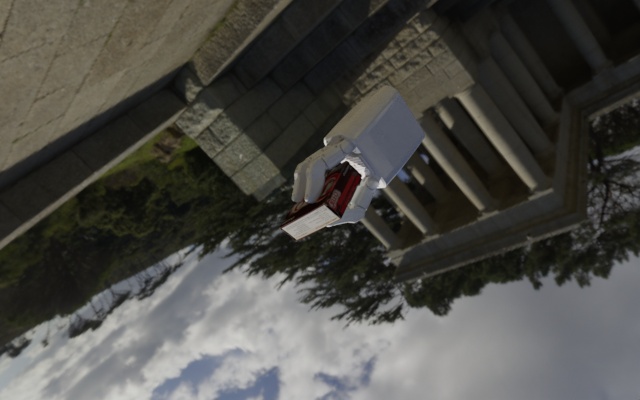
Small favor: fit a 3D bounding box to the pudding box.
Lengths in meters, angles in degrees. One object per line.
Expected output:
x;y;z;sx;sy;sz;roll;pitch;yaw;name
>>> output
0.000;0.002;0.689;0.039;0.090;0.113;42;-41;-14;pudding box
